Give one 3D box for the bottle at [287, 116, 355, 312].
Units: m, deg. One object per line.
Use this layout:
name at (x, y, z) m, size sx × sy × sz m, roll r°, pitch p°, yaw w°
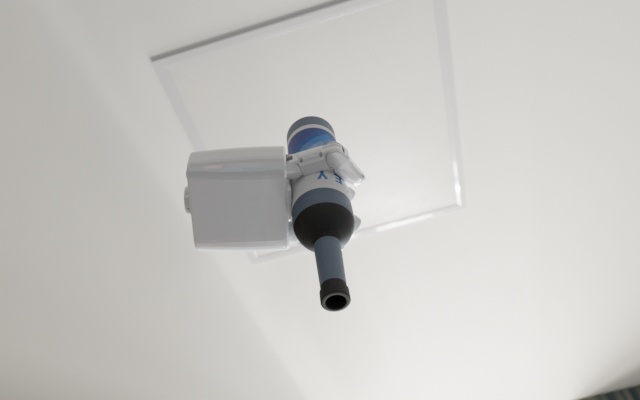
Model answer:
bottle at (0.000, 0.002, 0.538) m, size 0.069 × 0.069 × 0.295 m, roll 0°, pitch 37°, yaw -7°
